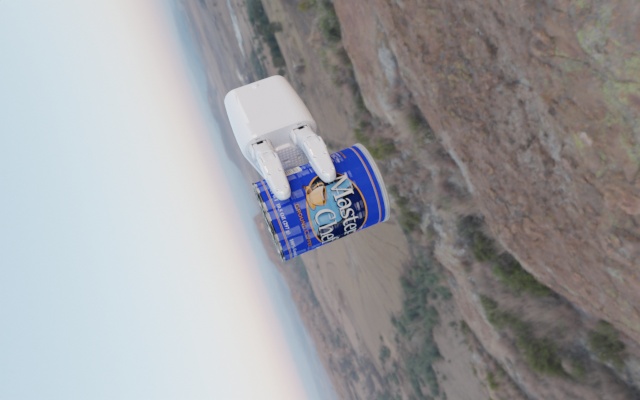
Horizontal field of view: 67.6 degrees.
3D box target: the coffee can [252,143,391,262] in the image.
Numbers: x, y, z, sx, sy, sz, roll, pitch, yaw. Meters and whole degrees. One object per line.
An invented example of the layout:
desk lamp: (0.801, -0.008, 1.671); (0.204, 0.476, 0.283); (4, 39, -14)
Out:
coffee can: (0.000, 0.002, 0.585); (0.140, 0.103, 0.103); (-21, 3, -9)
